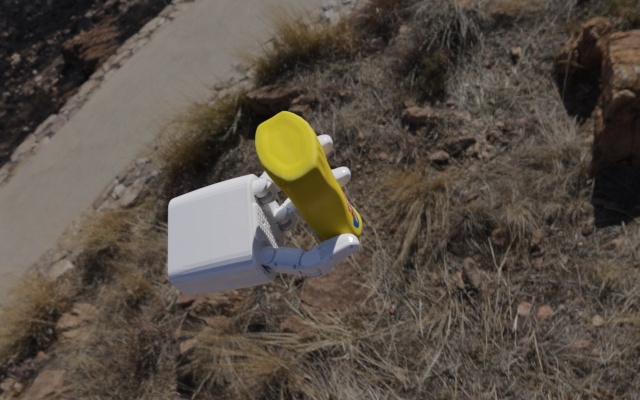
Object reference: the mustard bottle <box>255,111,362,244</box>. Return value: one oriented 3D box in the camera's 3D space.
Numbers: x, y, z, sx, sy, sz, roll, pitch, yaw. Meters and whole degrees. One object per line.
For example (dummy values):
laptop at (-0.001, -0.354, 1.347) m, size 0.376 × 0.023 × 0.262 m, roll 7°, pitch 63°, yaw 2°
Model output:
mustard bottle at (0.000, 0.001, 0.504) m, size 0.058 × 0.096 × 0.192 m, roll -32°, pitch -42°, yaw 0°
